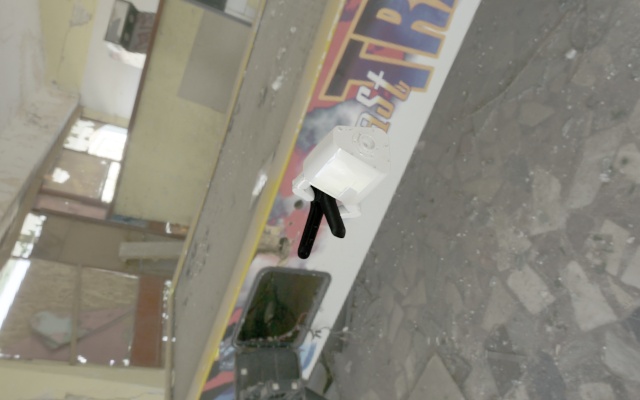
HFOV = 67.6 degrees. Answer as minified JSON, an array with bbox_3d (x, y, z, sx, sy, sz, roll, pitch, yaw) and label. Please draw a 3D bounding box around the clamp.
[{"bbox_3d":[0.000,0.002,0.895,0.036,0.209,0.165,15,-32,-23],"label":"clamp"}]
